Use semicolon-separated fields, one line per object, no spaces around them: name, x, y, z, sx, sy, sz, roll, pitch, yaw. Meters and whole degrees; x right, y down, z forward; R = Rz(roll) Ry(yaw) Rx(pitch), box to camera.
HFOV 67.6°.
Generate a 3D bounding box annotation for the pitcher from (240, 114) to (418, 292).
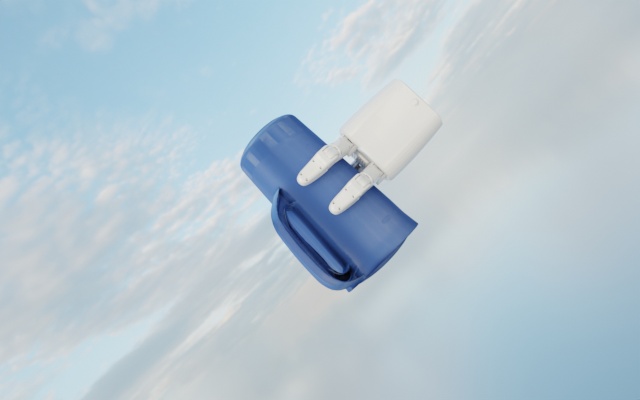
pitcher;0.000;0.002;0.653;0.243;0.145;0.149;45;-1;7
